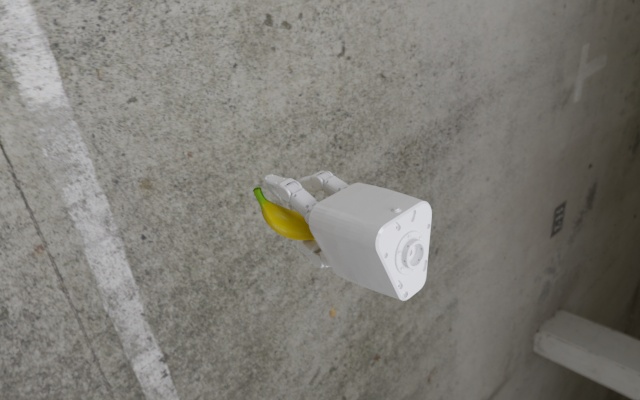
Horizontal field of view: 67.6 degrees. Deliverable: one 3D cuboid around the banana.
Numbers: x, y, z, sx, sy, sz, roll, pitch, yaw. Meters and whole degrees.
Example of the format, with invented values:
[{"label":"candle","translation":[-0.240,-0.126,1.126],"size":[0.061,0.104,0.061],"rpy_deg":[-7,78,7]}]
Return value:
[{"label":"banana","translation":[-0.005,0.021,0.664],"size":[0.198,0.069,0.037],"rpy_deg":[2,6,-40]}]
